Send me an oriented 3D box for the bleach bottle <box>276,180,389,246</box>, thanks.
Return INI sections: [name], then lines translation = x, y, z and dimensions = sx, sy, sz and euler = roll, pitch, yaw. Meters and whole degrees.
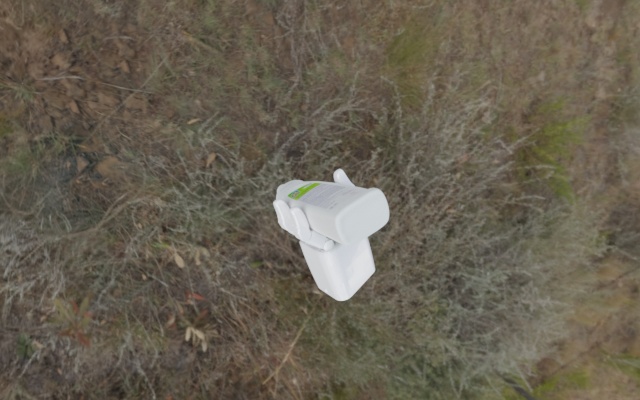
[bleach bottle]
translation = 0.000, 0.003, 0.821
dimensions = 0.102, 0.068, 0.250
euler = -30, 26, -23
